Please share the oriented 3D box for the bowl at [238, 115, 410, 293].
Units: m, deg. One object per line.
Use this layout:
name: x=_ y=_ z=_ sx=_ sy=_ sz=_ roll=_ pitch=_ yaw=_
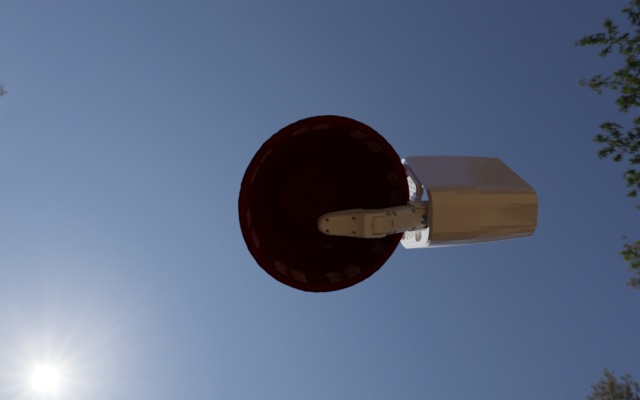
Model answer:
bowl: x=-0.001 y=0.001 z=0.451 sx=0.162 sy=0.162 sz=0.055 roll=0 pitch=9 yaw=-17
